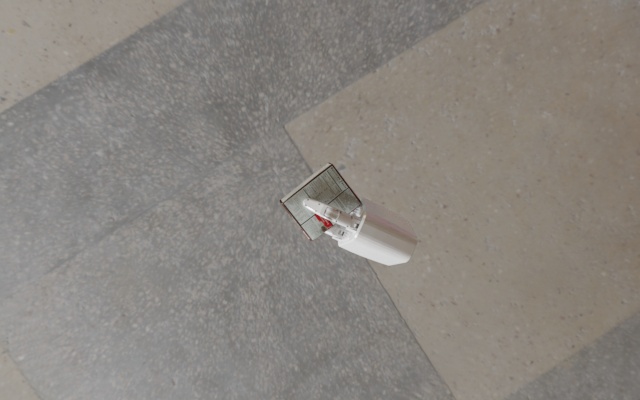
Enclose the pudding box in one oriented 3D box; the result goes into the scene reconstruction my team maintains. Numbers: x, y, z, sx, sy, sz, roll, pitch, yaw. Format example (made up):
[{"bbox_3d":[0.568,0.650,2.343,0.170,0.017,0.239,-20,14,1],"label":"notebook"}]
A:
[{"bbox_3d":[0.000,0.003,0.826,0.113,0.090,0.039,-38,11,-5],"label":"pudding box"}]
